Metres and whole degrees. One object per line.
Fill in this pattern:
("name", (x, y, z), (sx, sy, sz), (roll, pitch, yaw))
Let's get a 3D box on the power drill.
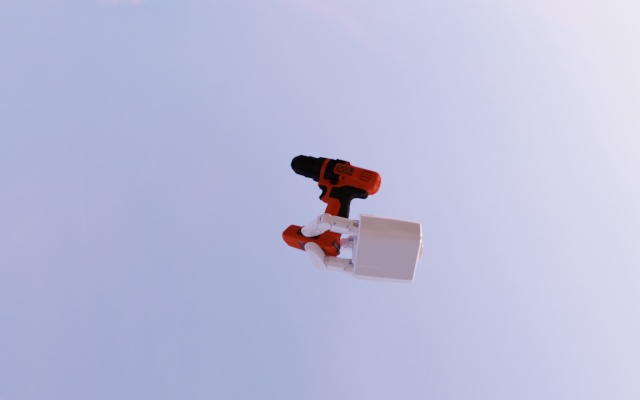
("power drill", (0.000, 0.003, 0.886), (0.184, 0.187, 0.057), (15, -25, 22))
